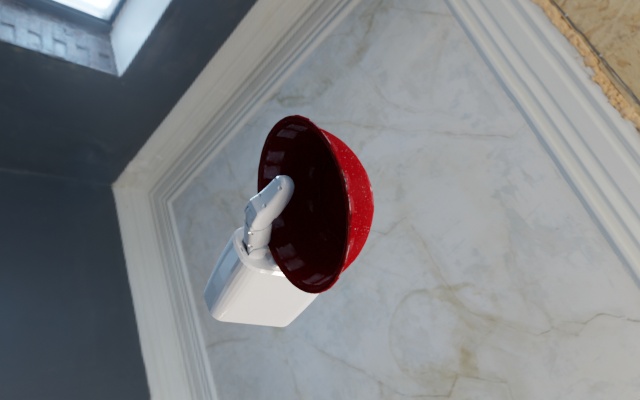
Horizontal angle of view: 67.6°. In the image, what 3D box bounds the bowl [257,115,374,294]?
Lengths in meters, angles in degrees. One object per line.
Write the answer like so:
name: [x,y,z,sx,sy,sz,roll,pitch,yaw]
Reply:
bowl: [0.001,0.001,0.443,0.055,0.162,0.162,-9,4,-32]
